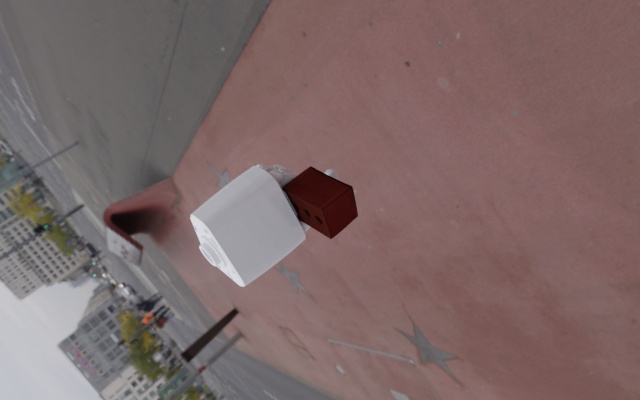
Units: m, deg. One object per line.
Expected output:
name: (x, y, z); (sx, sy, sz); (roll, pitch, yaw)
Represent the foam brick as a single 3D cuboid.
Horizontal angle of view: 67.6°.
foam brick: (0.000, 0.002, 0.601); (0.051, 0.053, 0.078); (-39, 45, -25)
